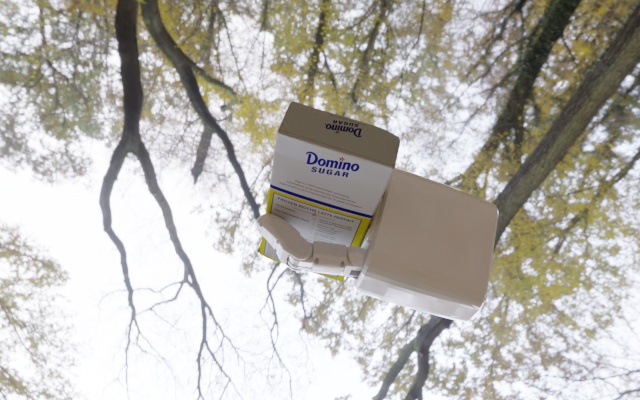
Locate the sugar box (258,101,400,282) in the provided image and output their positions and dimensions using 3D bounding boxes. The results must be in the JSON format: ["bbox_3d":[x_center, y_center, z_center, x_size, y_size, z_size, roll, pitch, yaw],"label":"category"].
[{"bbox_3d":[0.000,0.001,0.427,0.093,0.048,0.176,18,-42,0],"label":"sugar box"}]
